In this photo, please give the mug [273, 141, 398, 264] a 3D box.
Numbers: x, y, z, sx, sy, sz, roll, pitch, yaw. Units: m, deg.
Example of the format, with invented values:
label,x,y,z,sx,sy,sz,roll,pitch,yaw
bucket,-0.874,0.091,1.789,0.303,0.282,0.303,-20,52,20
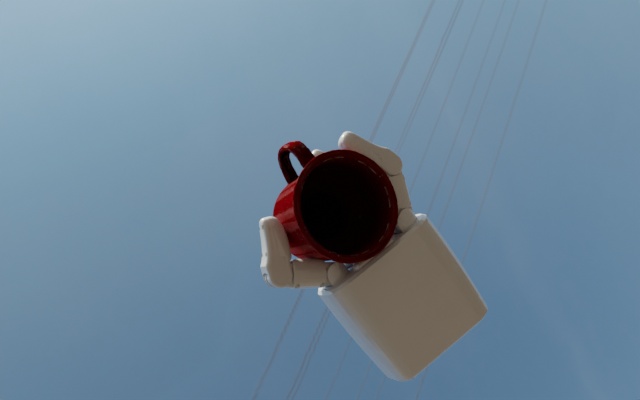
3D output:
label,x,y,z,sx,sy,sz,roll,pitch,yaw
mug,-0.001,0.000,0.417,0.093,0.117,0.081,-39,5,-24
